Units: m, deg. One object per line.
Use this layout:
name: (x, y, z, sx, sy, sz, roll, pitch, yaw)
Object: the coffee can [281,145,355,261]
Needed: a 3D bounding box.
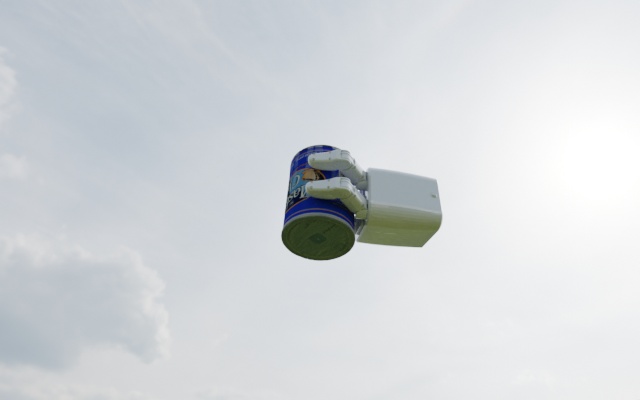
coffee can: (0.000, 0.002, 0.703, 0.103, 0.140, 0.103, 2, -41, 2)
